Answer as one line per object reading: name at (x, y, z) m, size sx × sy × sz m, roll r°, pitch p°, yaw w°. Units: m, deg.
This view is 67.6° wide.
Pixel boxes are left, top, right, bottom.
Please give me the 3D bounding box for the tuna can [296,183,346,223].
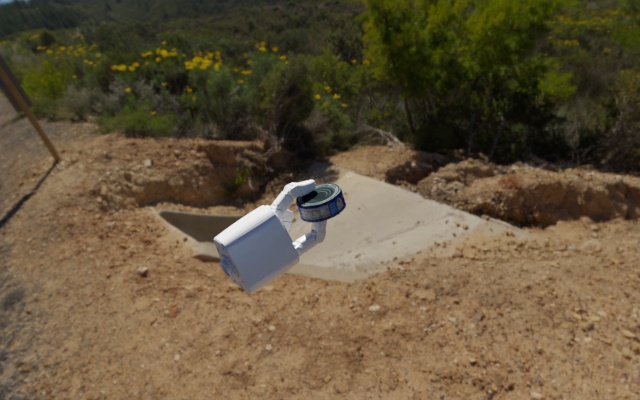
tuna can at (0.000, 0.002, 0.847) m, size 0.086 × 0.034 × 0.086 m, roll -14°, pitch 25°, yaw 7°
